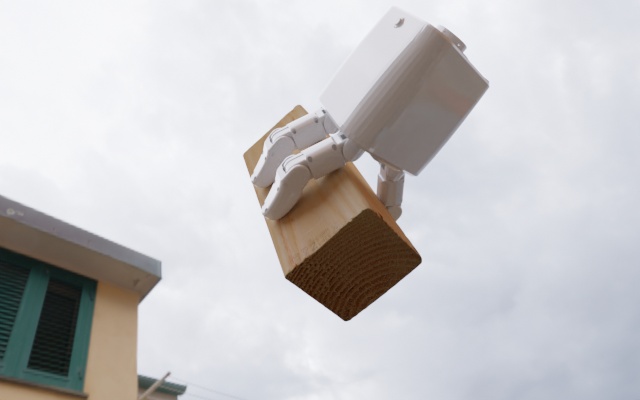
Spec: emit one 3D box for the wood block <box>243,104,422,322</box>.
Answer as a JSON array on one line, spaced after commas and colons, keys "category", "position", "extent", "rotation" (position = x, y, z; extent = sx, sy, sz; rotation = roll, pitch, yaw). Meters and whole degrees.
[{"category": "wood block", "position": [0.001, 0.001, 0.468], "extent": [0.091, 0.090, 0.206], "rotation": [42, 12, -35]}]
